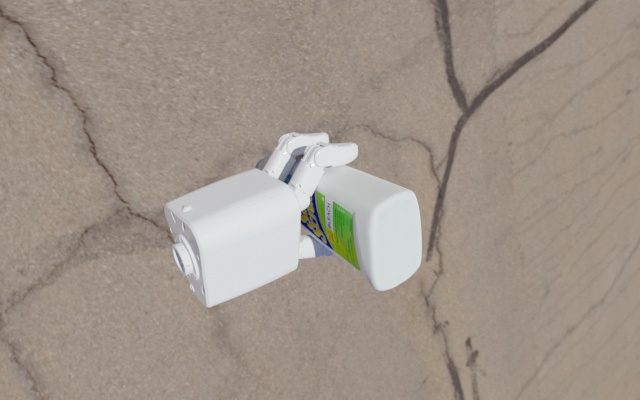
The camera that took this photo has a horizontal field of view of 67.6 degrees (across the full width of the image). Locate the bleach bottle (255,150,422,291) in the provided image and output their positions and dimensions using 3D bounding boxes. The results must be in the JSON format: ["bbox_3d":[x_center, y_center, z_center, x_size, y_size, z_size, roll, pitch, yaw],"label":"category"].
[{"bbox_3d":[0.000,0.002,0.541,0.068,0.103,0.250,-24,30,-29],"label":"bleach bottle"}]
